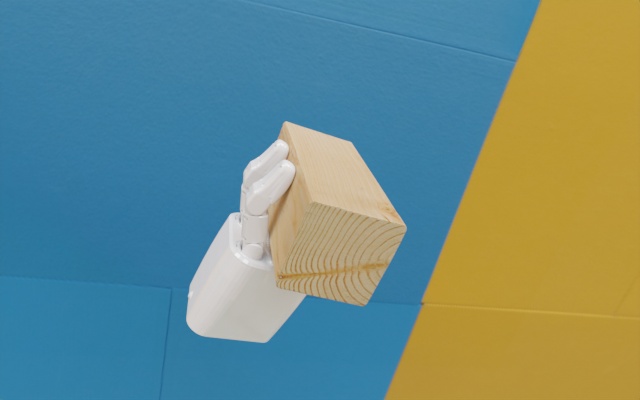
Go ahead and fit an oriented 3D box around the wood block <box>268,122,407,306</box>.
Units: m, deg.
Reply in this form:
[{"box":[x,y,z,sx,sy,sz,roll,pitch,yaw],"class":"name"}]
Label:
[{"box":[0.000,0.002,0.493,0.091,0.090,0.206,16,23,-18],"class":"wood block"}]
